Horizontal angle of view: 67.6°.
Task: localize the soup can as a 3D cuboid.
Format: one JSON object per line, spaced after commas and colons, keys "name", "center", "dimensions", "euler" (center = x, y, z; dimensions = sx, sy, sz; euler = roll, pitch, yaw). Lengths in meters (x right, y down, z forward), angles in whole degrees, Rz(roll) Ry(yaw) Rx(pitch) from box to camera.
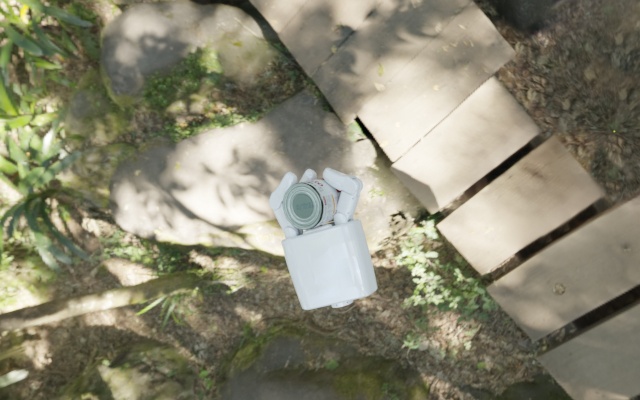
{"name": "soup can", "center": [0.000, 0.002, 0.693], "dimensions": [0.068, 0.068, 0.102], "euler": [0, 7, 32]}
